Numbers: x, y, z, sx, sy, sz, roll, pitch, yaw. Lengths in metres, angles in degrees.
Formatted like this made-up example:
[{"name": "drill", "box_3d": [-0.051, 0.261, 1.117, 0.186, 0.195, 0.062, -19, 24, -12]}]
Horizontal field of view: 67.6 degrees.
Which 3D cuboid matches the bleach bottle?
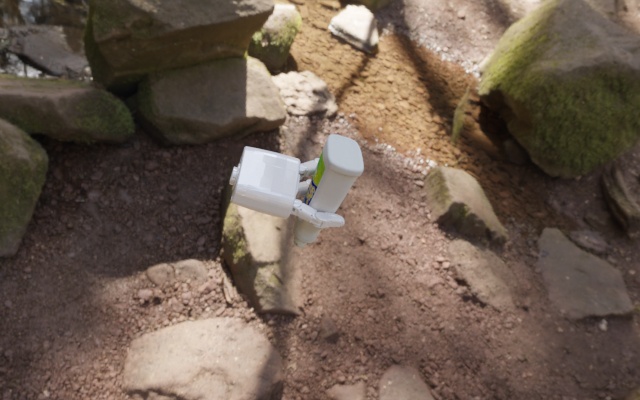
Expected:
[{"name": "bleach bottle", "box_3d": [0.000, 0.003, 0.900, 0.068, 0.251, 0.102, 14, 39, -14]}]
